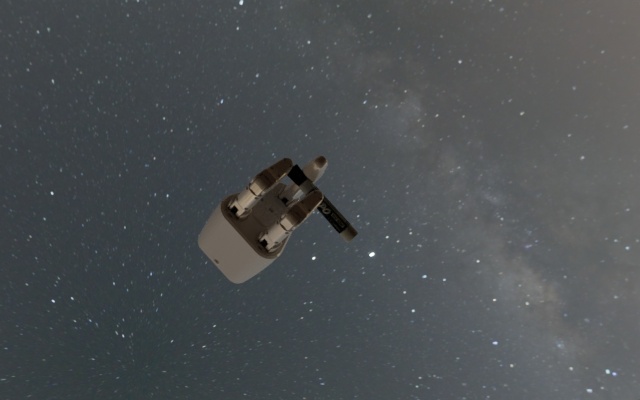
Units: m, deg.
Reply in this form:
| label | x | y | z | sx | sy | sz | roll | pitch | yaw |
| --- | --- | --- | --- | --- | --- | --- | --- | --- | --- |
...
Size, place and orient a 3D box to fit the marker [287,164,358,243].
| label | x | y | z | sx | sy | sz | roll | pitch | yaw |
| --- | --- | --- | --- | --- | --- | --- | --- | --- | --- |
| marker | 0.000 | 0.002 | 0.594 | 0.020 | 0.121 | 0.020 | -42 | 0 | 0 |
